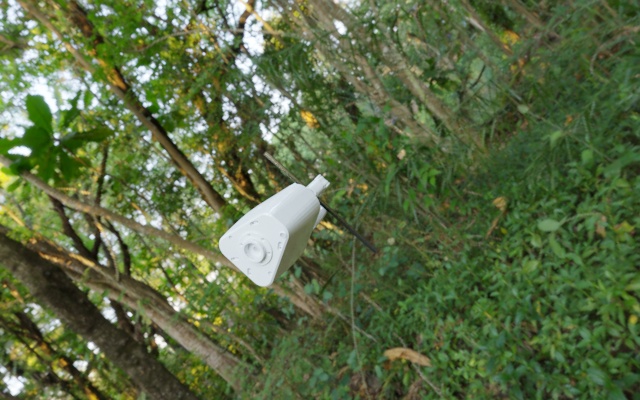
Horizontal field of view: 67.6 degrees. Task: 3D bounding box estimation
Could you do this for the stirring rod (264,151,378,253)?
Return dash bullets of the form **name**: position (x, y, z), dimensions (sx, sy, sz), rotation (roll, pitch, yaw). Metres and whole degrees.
- **stirring rod**: position (0.000, 0.003, 0.770), dimensions (0.239, 0.011, 0.011), rotation (42, 2, 2)
